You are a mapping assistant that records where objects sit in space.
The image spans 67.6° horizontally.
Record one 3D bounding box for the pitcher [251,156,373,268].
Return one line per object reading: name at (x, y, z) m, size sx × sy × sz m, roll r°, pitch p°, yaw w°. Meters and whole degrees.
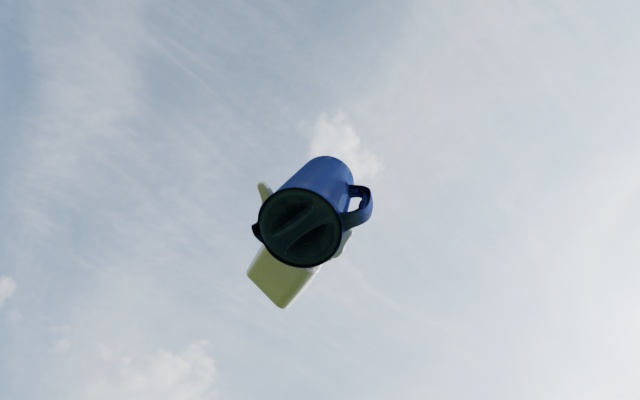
pitcher at (0.000, 0.003, 0.820) m, size 0.149 × 0.145 × 0.242 m, roll 33°, pitch 24°, yaw -1°
